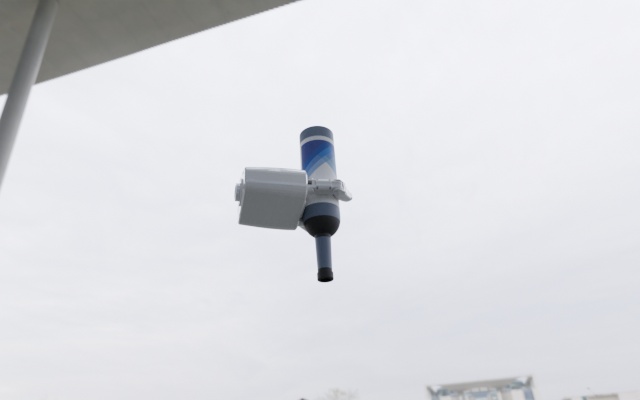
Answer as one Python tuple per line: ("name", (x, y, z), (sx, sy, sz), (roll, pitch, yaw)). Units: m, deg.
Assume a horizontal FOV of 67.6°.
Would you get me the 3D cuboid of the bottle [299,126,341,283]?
("bottle", (0.000, 0.003, 0.857), (0.069, 0.295, 0.069), (-3, -29, -2))
